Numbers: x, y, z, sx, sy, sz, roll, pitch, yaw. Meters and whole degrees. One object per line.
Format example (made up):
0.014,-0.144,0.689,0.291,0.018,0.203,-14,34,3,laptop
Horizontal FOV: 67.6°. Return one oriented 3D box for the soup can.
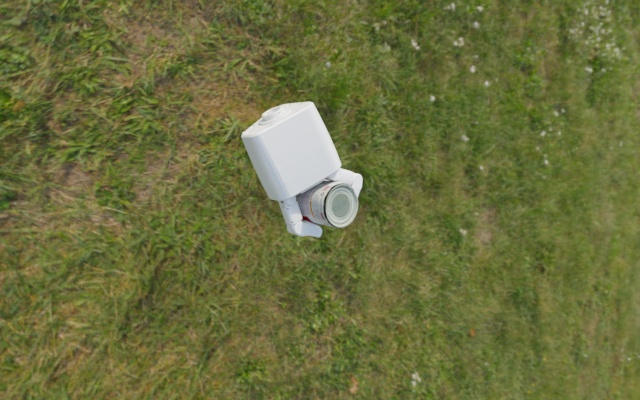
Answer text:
0.000,0.003,0.732,0.068,0.068,0.102,0,6,-39,soup can
